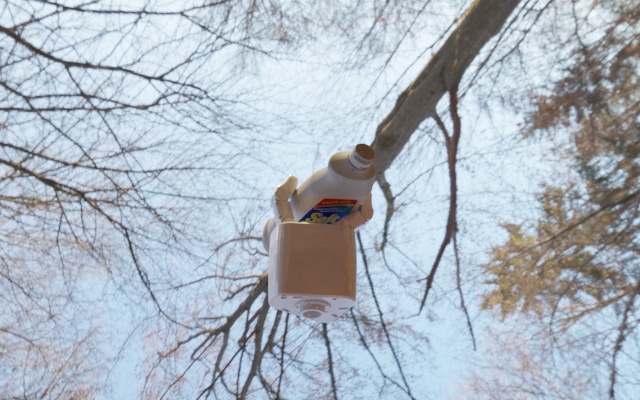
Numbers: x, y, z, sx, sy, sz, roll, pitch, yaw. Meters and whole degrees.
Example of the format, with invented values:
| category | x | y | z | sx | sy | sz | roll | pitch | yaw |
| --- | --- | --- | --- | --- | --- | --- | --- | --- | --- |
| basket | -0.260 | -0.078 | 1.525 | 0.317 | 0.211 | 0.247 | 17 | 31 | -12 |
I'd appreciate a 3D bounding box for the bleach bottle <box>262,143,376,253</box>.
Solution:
| category | x | y | z | sx | sy | sz | roll | pitch | yaw |
| --- | --- | --- | --- | --- | --- | --- | --- | --- | --- |
| bleach bottle | 0.000 | 0.002 | 0.703 | 0.102 | 0.068 | 0.251 | 13 | -38 | -19 |
